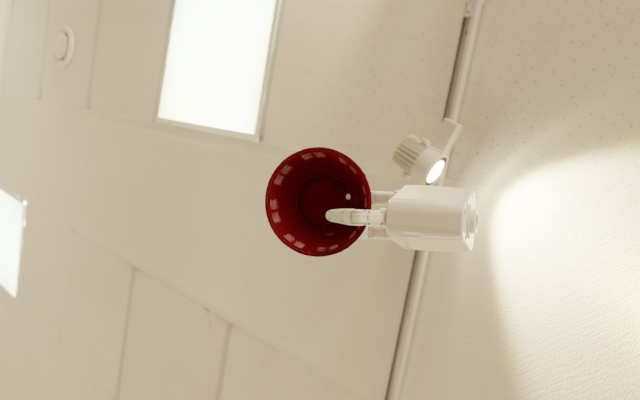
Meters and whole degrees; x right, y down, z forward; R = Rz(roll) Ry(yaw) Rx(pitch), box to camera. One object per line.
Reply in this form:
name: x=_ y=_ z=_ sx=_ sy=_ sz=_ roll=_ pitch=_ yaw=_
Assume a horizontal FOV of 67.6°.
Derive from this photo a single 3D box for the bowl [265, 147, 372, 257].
bowl: x=-0.001 y=0.002 z=0.727 sx=0.162 sy=0.162 sz=0.055 roll=0 pitch=0 yaw=12
